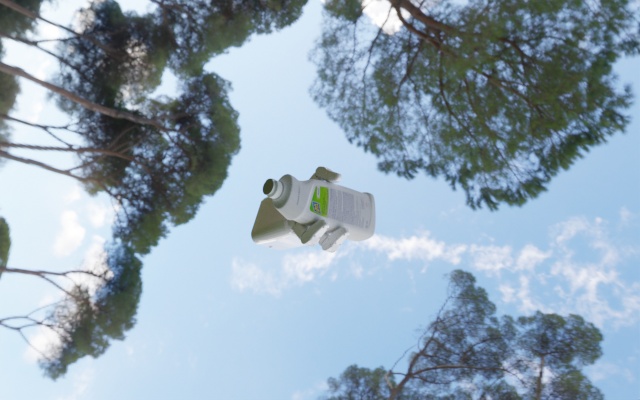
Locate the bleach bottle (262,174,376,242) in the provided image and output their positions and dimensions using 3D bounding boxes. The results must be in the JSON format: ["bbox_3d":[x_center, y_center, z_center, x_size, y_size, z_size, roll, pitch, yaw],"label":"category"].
[{"bbox_3d":[0.000,0.003,0.870,0.068,0.102,0.251,-19,-29,40],"label":"bleach bottle"}]
